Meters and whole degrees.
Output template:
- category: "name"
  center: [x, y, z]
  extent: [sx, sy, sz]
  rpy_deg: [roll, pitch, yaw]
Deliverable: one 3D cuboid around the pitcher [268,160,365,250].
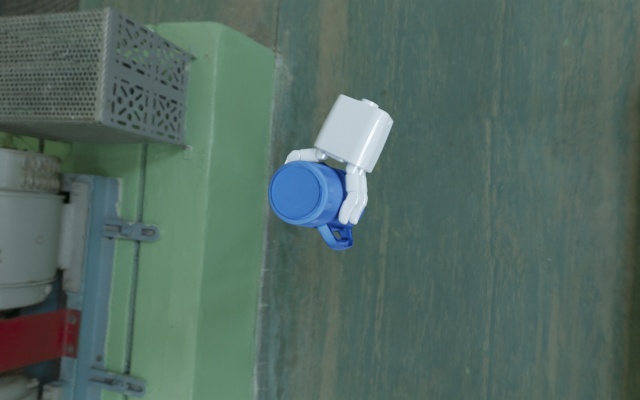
- category: "pitcher"
  center: [0.000, 0.003, 0.892]
  extent: [0.149, 0.145, 0.243]
  rpy_deg: [27, 5, 17]
